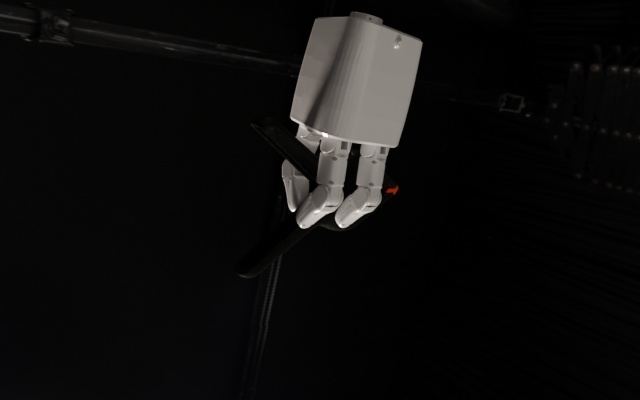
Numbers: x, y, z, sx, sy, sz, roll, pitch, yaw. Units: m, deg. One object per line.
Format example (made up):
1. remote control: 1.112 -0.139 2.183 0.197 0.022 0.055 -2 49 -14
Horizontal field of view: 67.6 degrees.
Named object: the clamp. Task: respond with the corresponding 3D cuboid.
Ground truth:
1. clamp: 0.000 0.001 0.518 0.210 0.164 0.036 1 21 -42
